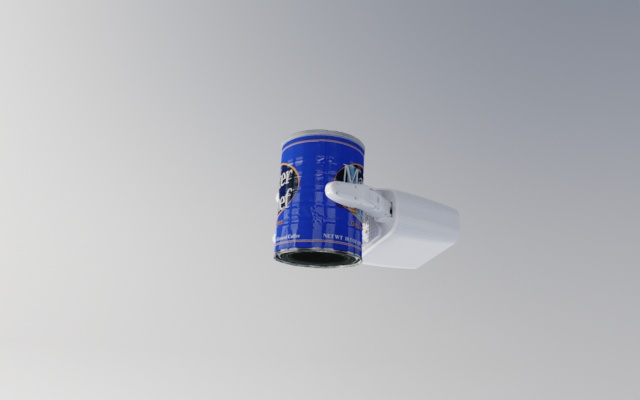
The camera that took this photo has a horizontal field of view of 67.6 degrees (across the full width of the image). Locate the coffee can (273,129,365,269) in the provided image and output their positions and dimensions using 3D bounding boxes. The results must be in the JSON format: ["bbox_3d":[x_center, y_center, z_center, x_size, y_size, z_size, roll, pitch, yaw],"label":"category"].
[{"bbox_3d":[0.000,0.002,0.563,0.103,0.140,0.103,3,-18,1],"label":"coffee can"}]
